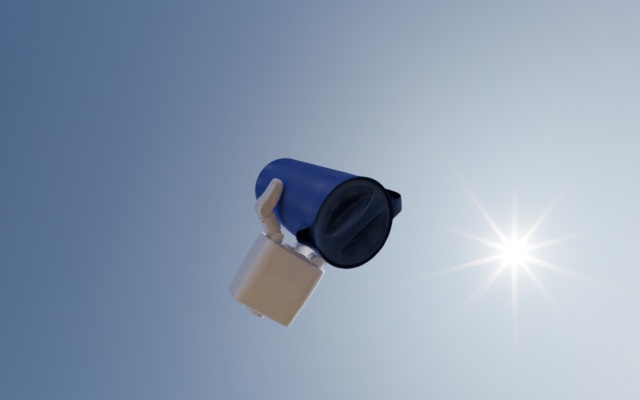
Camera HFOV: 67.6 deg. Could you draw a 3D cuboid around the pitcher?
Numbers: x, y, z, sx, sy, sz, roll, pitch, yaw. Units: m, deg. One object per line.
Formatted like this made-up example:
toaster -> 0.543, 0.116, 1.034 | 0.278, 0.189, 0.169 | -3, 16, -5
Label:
pitcher -> 0.000, 0.003, 0.756 | 0.149, 0.145, 0.242 | 34, -4, -34
